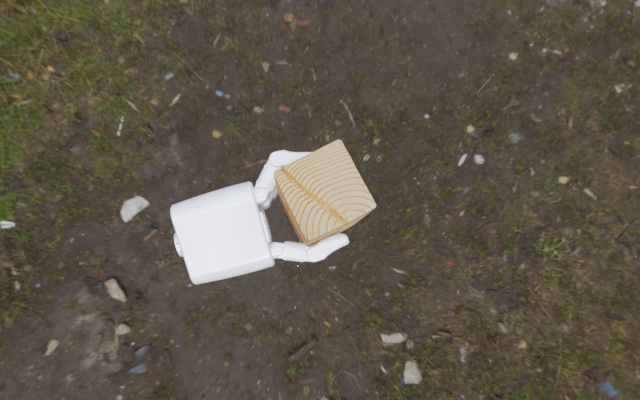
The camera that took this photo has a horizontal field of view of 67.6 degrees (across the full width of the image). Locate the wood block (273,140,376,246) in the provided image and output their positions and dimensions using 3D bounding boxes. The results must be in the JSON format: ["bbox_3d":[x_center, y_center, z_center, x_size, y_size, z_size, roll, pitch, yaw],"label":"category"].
[{"bbox_3d":[0.000,0.003,0.635,0.090,0.091,0.206,-26,-6,-6],"label":"wood block"}]
